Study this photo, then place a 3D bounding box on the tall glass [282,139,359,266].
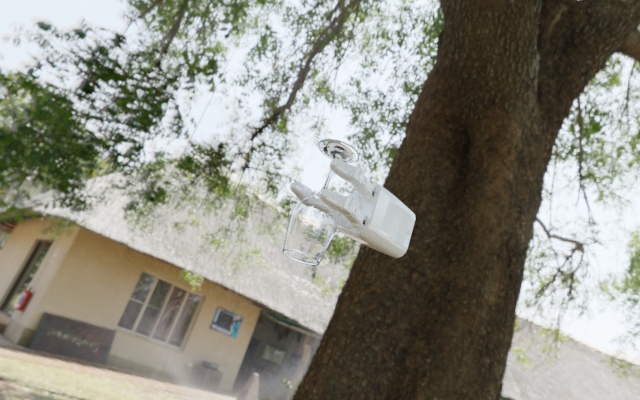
[{"bbox_3d":[0.000,0.002,0.782,0.079,0.201,0.079,17,-21,7],"label":"tall glass"}]
